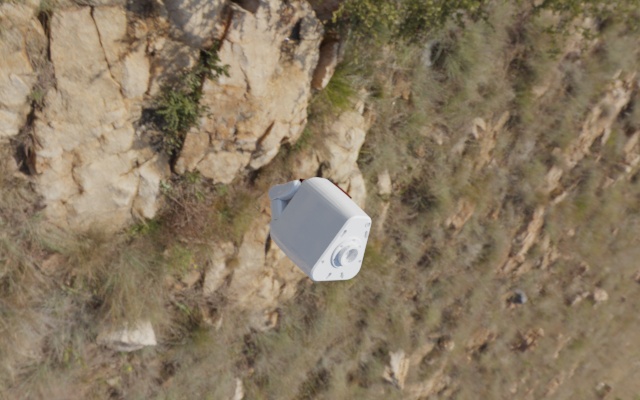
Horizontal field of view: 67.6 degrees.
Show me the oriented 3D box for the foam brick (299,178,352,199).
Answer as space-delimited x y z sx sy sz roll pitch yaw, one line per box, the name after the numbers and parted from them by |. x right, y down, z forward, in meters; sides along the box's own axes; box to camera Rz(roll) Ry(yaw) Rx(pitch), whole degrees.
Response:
0.000 0.002 0.757 0.078 0.053 0.051 6 24 -42 | foam brick
